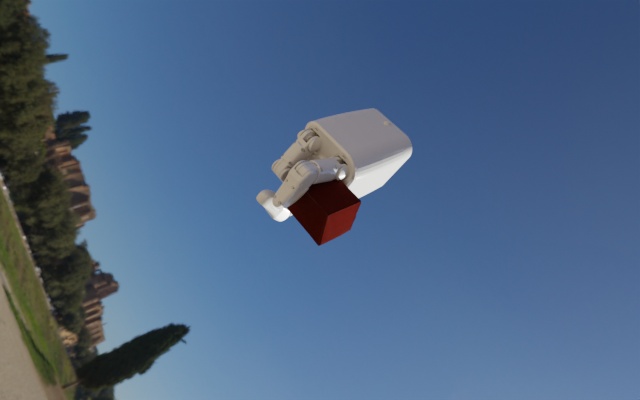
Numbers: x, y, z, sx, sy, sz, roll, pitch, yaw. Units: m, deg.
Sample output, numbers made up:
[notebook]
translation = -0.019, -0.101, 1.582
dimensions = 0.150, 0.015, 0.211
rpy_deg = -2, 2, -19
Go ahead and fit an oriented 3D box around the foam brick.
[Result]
[foam brick]
translation = 0.000, 0.002, 0.556
dimensions = 0.051, 0.053, 0.078
rpy_deg = -20, 55, -33
